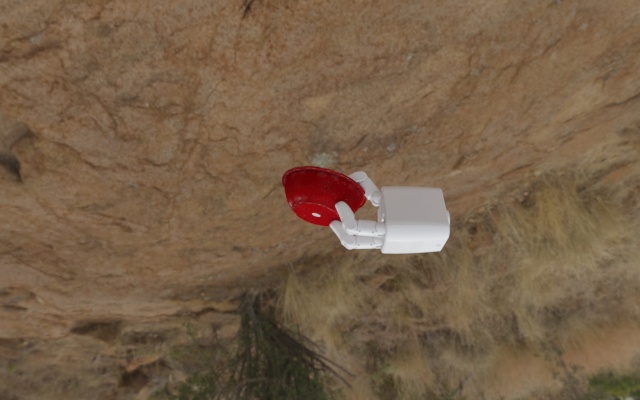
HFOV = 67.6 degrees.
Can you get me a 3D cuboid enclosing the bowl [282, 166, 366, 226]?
[{"bbox_3d":[-0.001,0.003,0.872,0.162,0.055,0.162,13,-26,6],"label":"bowl"}]
